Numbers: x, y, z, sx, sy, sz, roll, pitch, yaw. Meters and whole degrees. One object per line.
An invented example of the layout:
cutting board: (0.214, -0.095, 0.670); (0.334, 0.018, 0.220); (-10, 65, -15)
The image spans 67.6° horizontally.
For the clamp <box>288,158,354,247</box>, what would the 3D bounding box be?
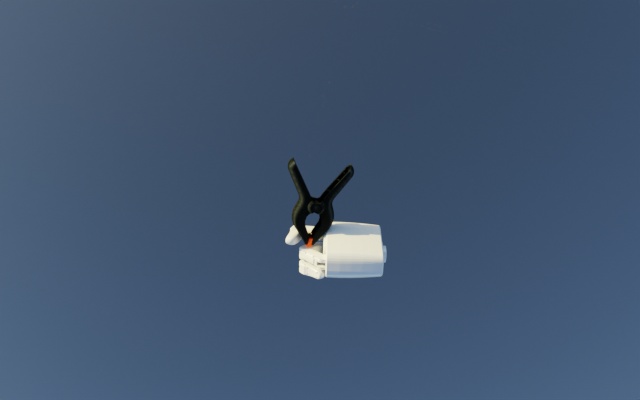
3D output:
clamp: (0.000, 0.003, 0.880); (0.120, 0.171, 0.039); (0, 24, -3)
